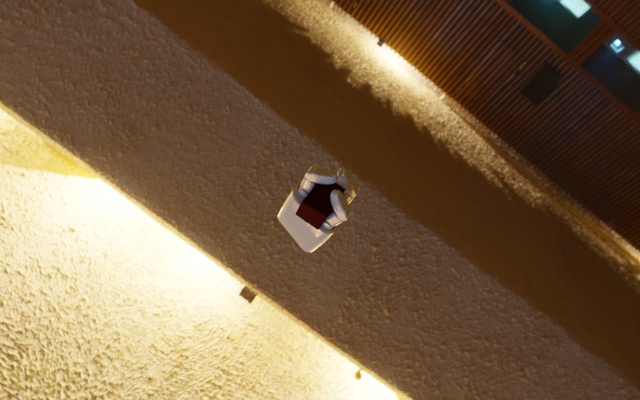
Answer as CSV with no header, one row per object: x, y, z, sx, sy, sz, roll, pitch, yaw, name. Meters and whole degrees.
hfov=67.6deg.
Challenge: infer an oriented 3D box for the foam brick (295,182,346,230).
0.000,0.003,0.858,0.053,0.078,0.051,35,-37,1,foam brick
